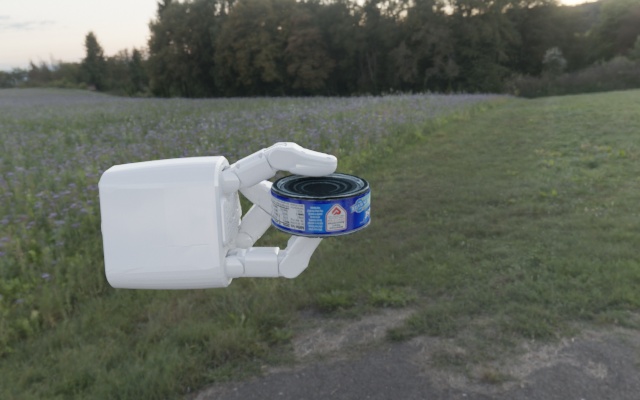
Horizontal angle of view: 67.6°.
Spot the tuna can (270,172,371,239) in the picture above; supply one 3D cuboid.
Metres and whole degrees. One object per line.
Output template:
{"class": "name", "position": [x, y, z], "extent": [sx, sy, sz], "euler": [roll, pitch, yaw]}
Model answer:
{"class": "tuna can", "position": [0.000, 0.001, 0.407], "extent": [0.086, 0.034, 0.086], "euler": [0, 17, 0]}
